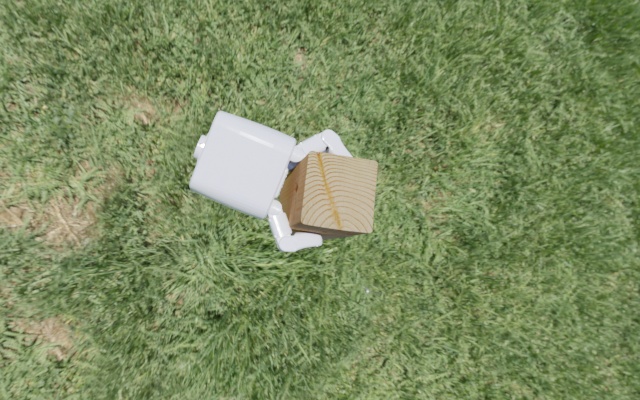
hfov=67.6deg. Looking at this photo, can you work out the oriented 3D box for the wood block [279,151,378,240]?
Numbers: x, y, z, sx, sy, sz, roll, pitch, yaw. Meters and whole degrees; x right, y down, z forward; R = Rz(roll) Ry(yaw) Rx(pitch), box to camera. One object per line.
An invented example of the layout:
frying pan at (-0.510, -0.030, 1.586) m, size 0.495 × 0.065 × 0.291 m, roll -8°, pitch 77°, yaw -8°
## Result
wood block at (0.000, 0.002, 0.664) m, size 0.090 × 0.091 × 0.206 m, roll 8°, pitch -8°, yaw -12°
